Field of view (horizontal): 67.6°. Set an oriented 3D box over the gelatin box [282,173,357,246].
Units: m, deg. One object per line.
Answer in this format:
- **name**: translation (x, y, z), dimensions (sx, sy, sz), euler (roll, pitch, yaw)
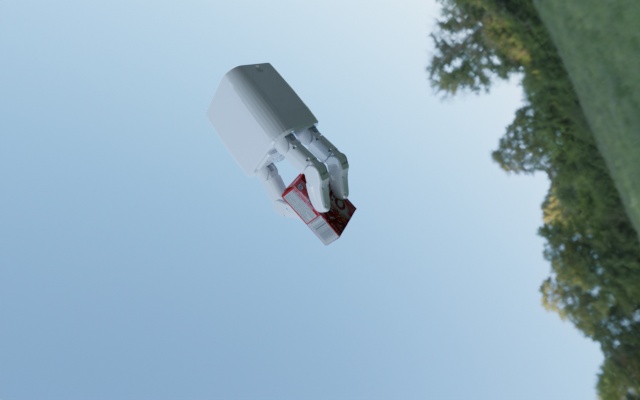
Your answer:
- **gelatin box**: translation (0.000, 0.002, 0.615), dimensions (0.030, 0.089, 0.073), euler (-35, 11, 34)
